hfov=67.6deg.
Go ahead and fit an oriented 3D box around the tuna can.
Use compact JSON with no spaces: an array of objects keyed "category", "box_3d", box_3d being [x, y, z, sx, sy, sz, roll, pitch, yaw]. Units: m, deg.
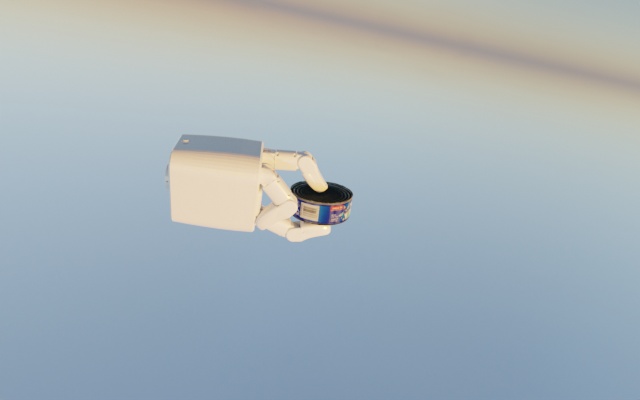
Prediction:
[{"category":"tuna can","box_3d":[0.000,0.003,0.653,0.086,0.034,0.086,6,22,-2]}]
